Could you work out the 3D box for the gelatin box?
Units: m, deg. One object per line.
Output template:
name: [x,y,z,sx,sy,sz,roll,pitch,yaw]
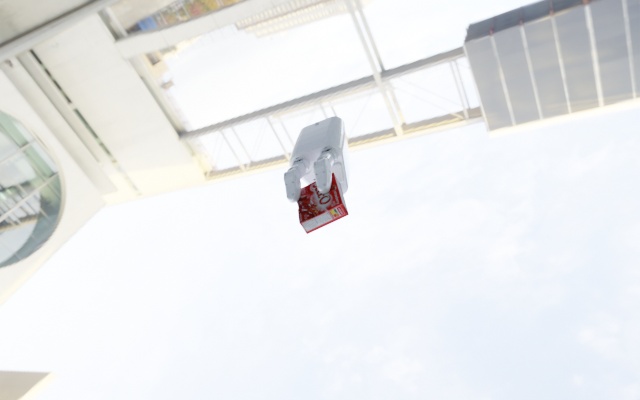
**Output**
gelatin box: [0.000,0.003,0.749,0.073,0.030,0.089,-25,36,10]
